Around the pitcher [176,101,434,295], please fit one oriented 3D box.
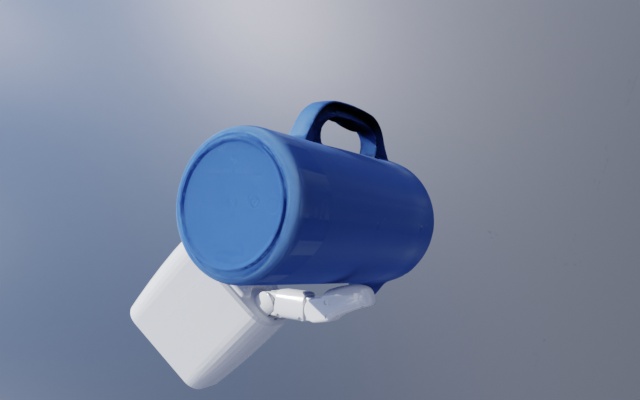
[{"bbox_3d":[0.000,0.002,0.415,0.145,0.149,0.243,-45,-24,18],"label":"pitcher"}]
